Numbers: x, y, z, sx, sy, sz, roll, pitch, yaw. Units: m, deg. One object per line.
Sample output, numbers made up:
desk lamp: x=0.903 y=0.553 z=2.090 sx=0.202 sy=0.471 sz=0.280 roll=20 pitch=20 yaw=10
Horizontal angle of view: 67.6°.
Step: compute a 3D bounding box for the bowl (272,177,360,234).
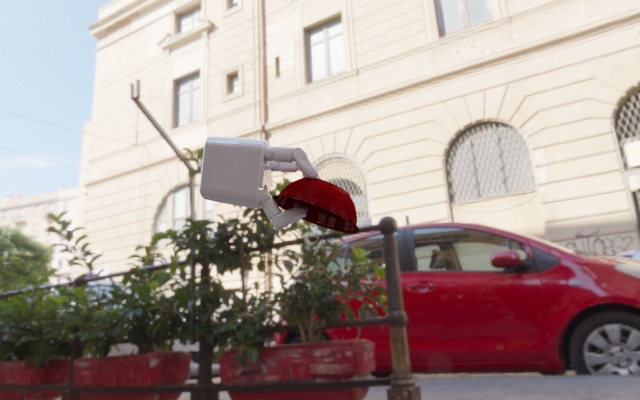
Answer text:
bowl: x=0.002 y=0.003 z=0.831 sx=0.162 sy=0.055 sz=0.162 roll=20 pitch=-13 yaw=5
